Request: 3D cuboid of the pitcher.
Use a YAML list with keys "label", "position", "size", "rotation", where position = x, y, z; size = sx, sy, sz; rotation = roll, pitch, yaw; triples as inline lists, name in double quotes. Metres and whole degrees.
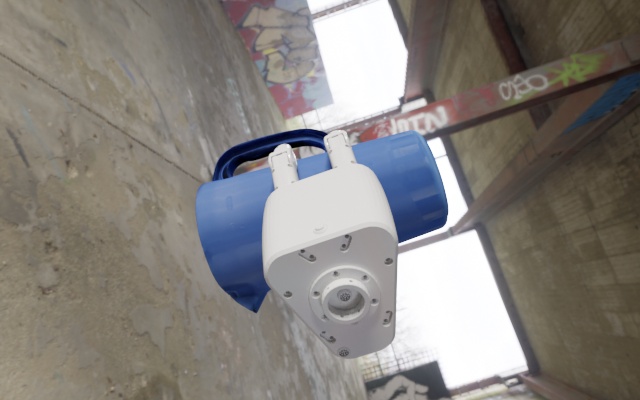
- label: "pitcher"
  position: [0.000, 0.002, 0.510]
  size: [0.243, 0.149, 0.145]
  rotation: [-18, 22, 5]
